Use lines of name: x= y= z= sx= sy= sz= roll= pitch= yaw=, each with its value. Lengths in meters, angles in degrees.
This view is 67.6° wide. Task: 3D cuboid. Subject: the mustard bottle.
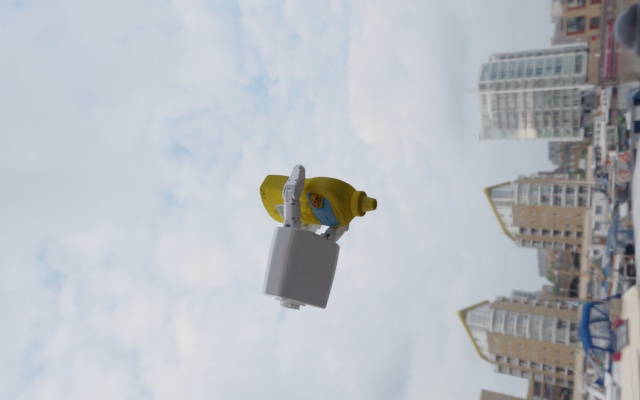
mustard bottle: x=0.000 y=0.002 z=0.772 sx=0.191 sy=0.058 sz=0.096 roll=3 pitch=-43 yaw=30
